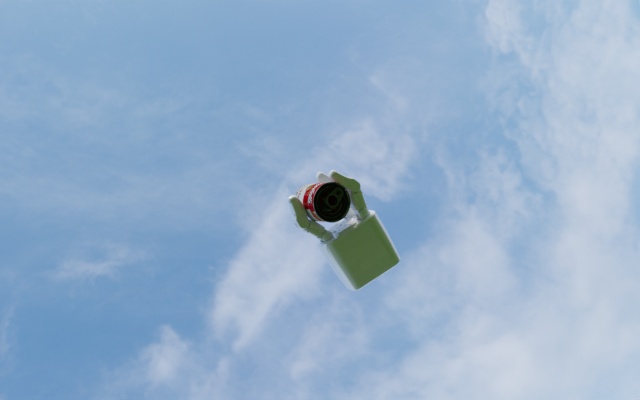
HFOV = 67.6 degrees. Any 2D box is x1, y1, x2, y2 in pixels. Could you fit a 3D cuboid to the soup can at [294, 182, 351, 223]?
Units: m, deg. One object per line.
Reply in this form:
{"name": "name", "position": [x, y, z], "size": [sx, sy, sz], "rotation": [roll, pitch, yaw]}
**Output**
{"name": "soup can", "position": [0.000, 0.002, 0.832], "size": [0.068, 0.068, 0.102], "rotation": [0, 0, -23]}
